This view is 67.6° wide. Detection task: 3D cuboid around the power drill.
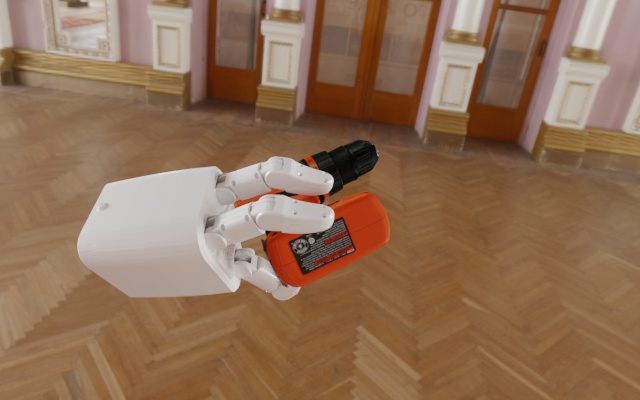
[{"bbox_3d":[0.000,0.002,0.481,0.184,0.057,0.187,-27,21,-6],"label":"power drill"}]
